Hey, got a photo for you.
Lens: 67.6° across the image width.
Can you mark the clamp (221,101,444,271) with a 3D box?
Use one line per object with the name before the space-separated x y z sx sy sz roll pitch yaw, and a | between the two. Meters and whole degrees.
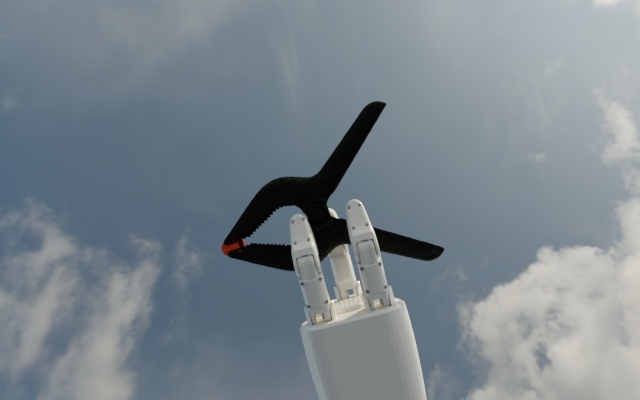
clamp | 0.000 0.002 0.474 0.210 0.164 0.036 -15 -3 4
